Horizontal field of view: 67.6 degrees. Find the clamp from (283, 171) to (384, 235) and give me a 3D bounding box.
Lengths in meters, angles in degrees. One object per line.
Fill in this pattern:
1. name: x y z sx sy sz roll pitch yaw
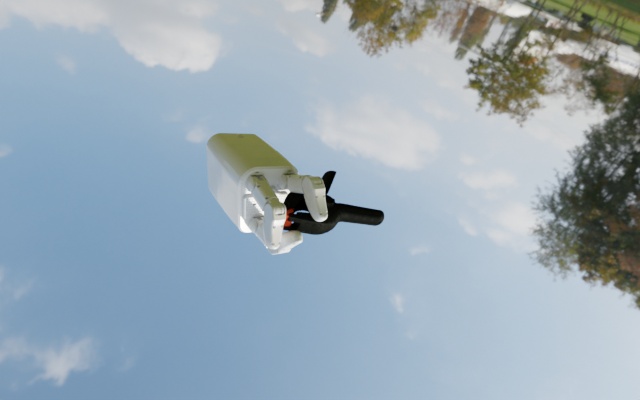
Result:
1. clamp: 0.000 0.003 0.682 0.171 0.039 0.120 -6 37 -42
